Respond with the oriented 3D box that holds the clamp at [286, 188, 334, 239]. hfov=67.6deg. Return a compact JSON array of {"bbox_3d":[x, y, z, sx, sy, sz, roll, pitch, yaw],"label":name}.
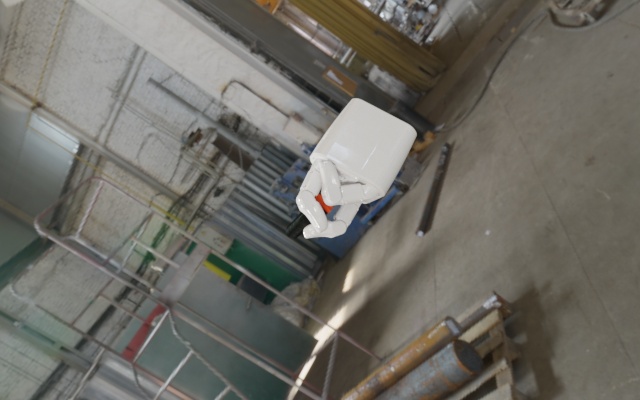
[{"bbox_3d":[0.000,0.002,0.736,0.039,0.120,0.171,35,-16,-7],"label":"clamp"}]
